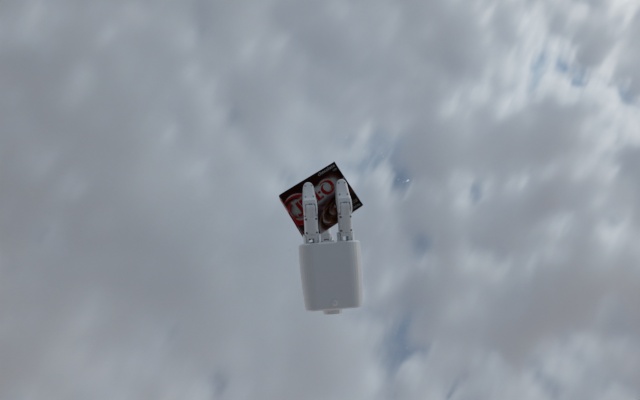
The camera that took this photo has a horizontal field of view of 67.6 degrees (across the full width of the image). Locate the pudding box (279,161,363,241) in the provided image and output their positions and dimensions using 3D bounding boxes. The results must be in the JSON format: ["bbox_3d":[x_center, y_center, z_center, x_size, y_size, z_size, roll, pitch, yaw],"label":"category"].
[{"bbox_3d":[0.000,0.003,0.801,0.113,0.090,0.039,-32,-8,-9],"label":"pudding box"}]
